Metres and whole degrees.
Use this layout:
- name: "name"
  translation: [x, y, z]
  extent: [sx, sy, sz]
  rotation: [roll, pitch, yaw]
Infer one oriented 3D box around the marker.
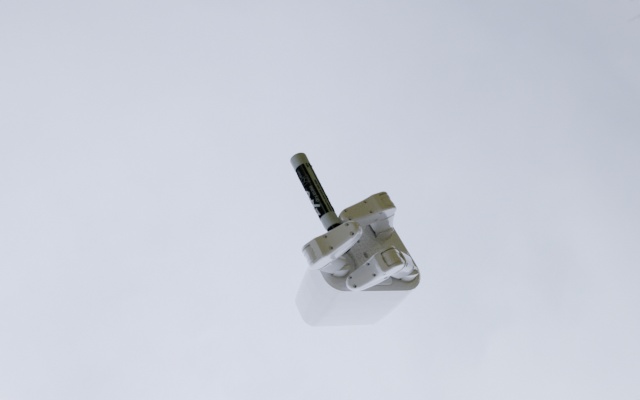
- name: "marker"
  translation: [0.000, 0.002, 0.485]
  extent: [0.020, 0.121, 0.020]
  rotation: [-21, -28, -12]
